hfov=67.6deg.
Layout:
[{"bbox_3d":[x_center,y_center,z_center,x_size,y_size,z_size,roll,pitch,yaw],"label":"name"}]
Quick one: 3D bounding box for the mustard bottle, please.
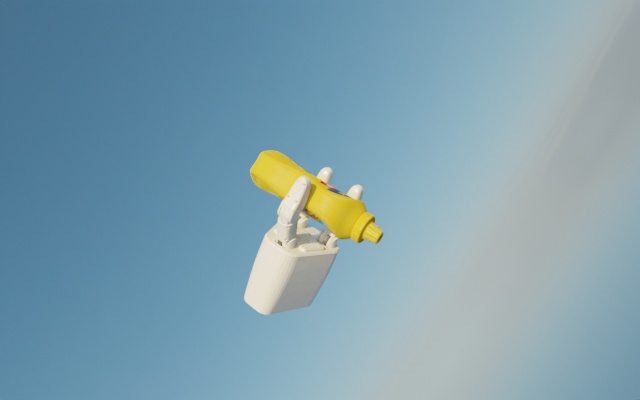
[{"bbox_3d":[0.000,0.002,0.643,0.191,0.058,0.096,32,-2,22],"label":"mustard bottle"}]
